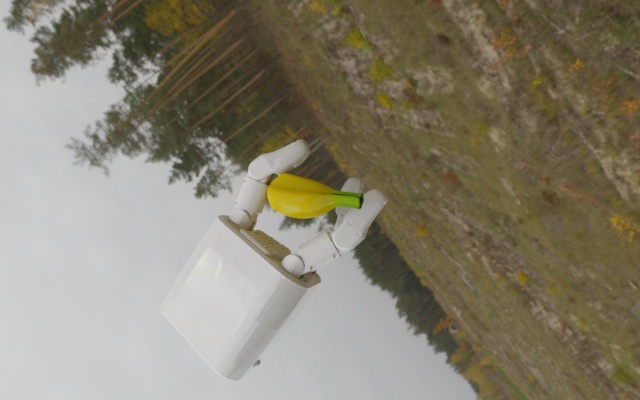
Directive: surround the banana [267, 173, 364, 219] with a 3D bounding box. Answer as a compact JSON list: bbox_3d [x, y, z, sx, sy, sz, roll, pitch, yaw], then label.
[{"bbox_3d":[-0.017,-0.003,0.453,0.069,0.037,0.198,16,2,-10],"label":"banana"}]
